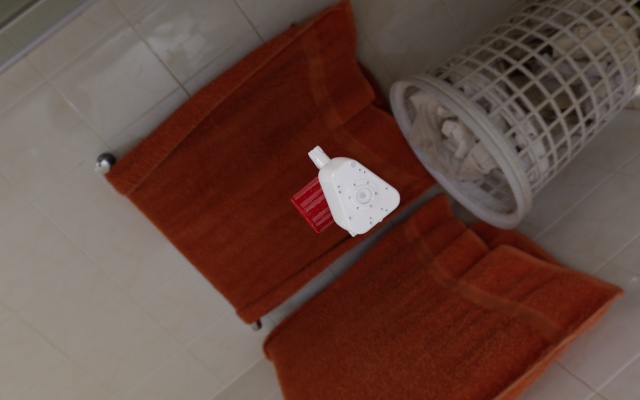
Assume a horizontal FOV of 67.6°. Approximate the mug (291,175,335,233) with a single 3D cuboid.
[{"bbox_3d":[0.000,0.003,0.866,0.081,0.093,0.117,-39,7,-4],"label":"mug"}]
